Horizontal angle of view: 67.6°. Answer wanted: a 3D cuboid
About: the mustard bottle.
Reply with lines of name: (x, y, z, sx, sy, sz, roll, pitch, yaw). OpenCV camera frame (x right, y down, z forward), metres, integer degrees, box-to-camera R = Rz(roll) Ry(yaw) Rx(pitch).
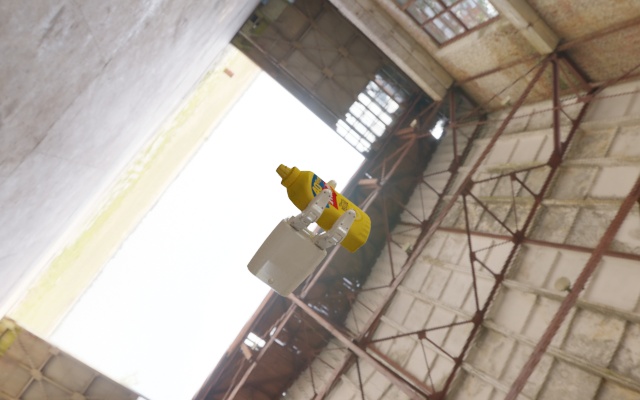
mustard bottle: (0.001, 0.003, 0.823, 0.058, 0.192, 0.096, -42, 18, 28)
